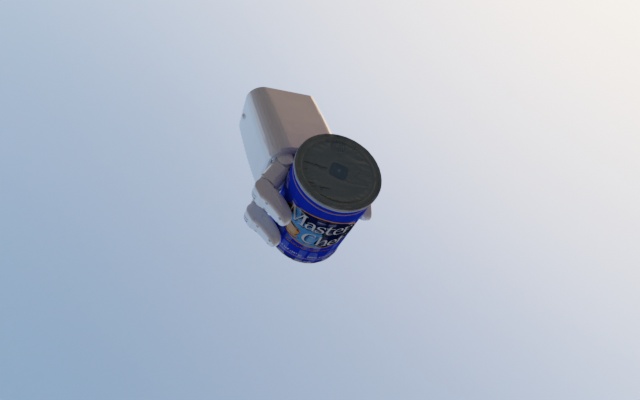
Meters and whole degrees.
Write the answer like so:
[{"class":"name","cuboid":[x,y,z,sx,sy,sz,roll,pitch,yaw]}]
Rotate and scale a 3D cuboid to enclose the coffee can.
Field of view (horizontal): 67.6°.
[{"class":"coffee can","cuboid":[0.000,0.002,0.583,0.103,0.102,0.140,0,-31,-20]}]
